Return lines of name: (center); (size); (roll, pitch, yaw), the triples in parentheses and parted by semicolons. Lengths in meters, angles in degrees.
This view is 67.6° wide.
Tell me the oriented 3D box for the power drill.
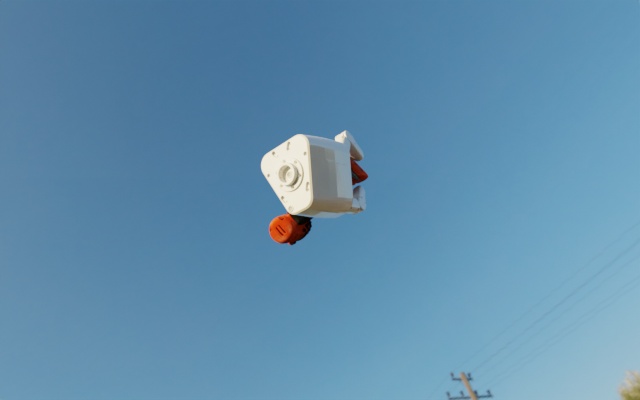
power drill: (0.000, 0.002, 0.849); (0.187, 0.057, 0.184); (-45, -5, 7)
